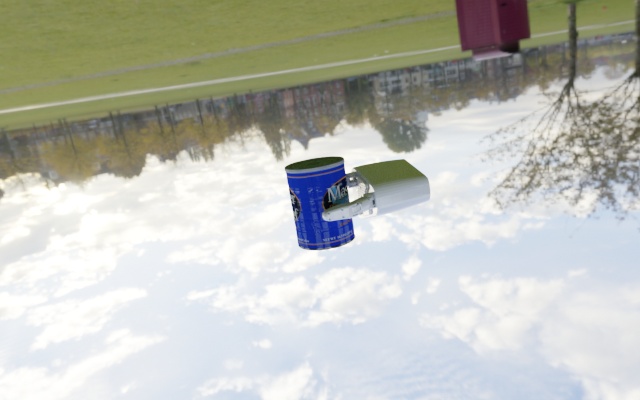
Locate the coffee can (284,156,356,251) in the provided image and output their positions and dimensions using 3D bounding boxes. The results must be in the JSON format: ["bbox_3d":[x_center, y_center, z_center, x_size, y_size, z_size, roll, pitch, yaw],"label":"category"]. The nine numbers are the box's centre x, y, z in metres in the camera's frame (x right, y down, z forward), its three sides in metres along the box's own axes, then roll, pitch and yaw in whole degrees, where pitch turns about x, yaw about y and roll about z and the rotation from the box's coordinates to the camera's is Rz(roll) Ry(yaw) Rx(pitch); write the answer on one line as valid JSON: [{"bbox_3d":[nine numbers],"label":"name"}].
[{"bbox_3d":[0.000,0.003,0.821,0.103,0.140,0.102,-9,13,2],"label":"coffee can"}]
